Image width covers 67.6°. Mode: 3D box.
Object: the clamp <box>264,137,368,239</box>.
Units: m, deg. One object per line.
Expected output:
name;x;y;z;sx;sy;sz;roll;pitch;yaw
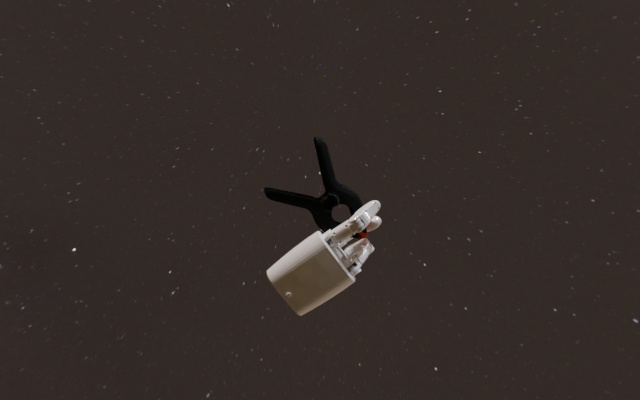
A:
clamp;0.000;0.002;0.735;0.120;0.171;0.039;-35;12;6
